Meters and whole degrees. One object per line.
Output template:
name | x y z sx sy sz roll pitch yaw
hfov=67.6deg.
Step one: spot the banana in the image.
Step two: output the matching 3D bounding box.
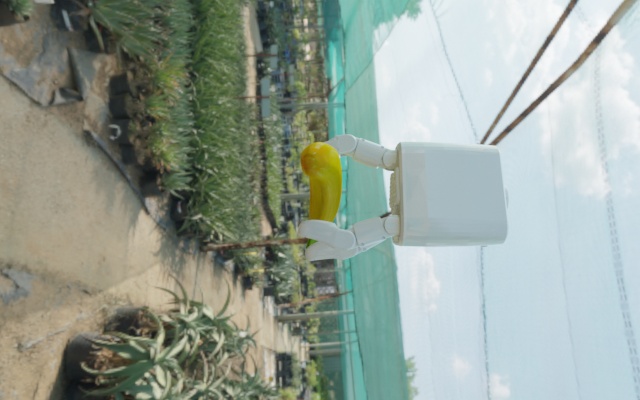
banana | 0.003 -0.013 0.498 0.037 0.069 0.198 6 -28 5
